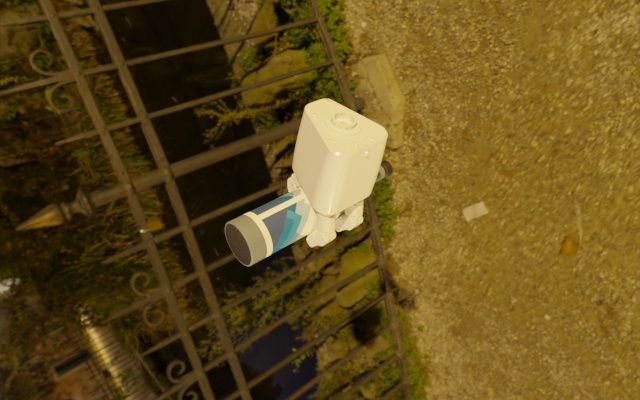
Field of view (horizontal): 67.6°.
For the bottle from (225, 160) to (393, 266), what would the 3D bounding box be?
[{"bbox_3d":[0.000,0.003,0.719,0.295,0.069,0.069,-27,15,-32],"label":"bottle"}]
